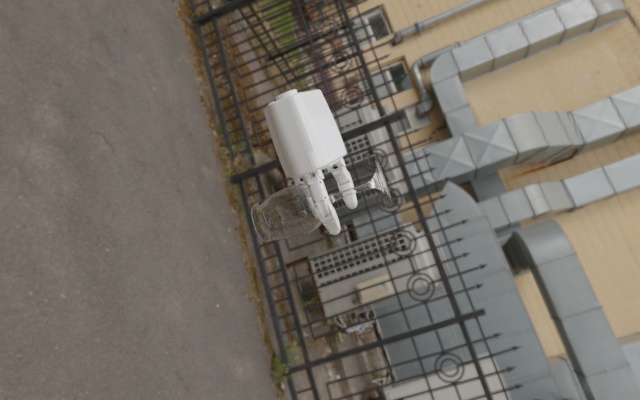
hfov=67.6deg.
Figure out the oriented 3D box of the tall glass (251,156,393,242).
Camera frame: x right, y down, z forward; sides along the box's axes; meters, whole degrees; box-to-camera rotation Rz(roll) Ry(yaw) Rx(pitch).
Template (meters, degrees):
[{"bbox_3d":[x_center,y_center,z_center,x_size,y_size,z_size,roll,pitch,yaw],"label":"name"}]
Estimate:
[{"bbox_3d":[0.001,0.002,0.712,0.201,0.079,0.079,-20,-4,10],"label":"tall glass"}]
